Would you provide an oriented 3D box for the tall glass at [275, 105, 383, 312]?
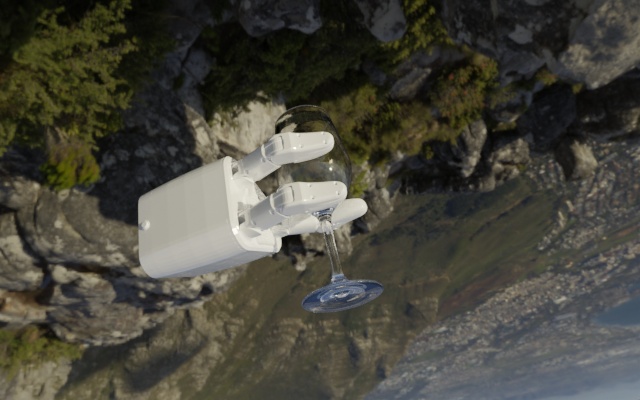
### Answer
[{"bbox_3d":[0.000,0.002,0.471,0.079,0.201,0.079,-10,-29,-5],"label":"tall glass"}]
